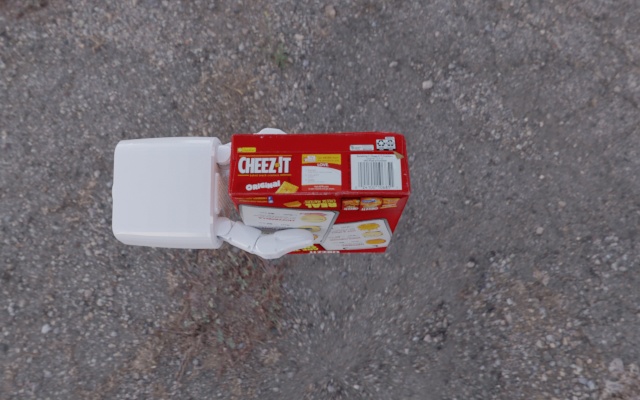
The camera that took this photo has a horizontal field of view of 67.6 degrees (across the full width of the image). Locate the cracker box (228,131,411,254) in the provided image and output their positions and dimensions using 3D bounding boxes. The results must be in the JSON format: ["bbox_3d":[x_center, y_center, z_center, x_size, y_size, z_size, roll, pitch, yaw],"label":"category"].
[{"bbox_3d":[0.000,0.002,0.528,0.164,0.072,0.214,-1,-20,1],"label":"cracker box"}]
